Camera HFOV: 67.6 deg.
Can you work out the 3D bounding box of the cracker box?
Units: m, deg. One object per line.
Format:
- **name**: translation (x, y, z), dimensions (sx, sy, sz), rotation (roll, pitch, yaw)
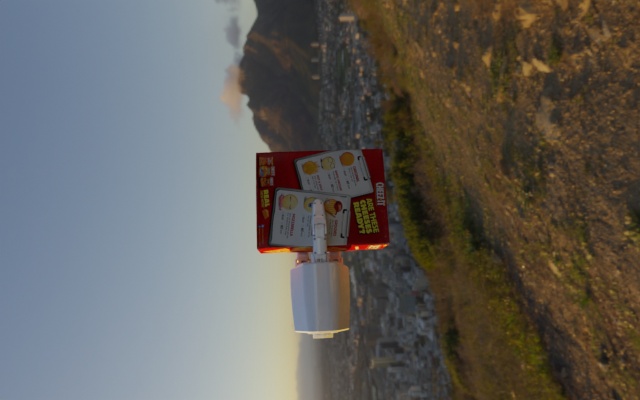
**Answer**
- **cracker box**: translation (0.000, 0.003, 0.805), dimensions (0.214, 0.164, 0.072), rotation (-2, -12, -2)
